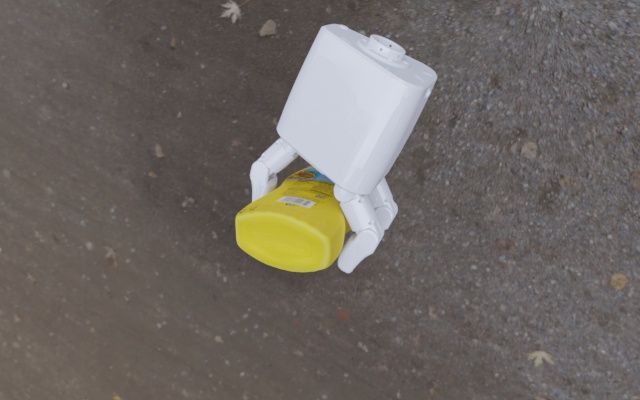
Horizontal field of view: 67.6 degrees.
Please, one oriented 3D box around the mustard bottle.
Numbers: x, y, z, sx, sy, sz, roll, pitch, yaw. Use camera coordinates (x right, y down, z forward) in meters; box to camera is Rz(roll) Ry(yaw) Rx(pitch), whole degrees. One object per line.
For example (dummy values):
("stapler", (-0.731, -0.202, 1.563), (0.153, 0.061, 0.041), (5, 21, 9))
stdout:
("mustard bottle", (0.000, 0.002, 0.495), (0.096, 0.058, 0.191), (10, 26, 20))
